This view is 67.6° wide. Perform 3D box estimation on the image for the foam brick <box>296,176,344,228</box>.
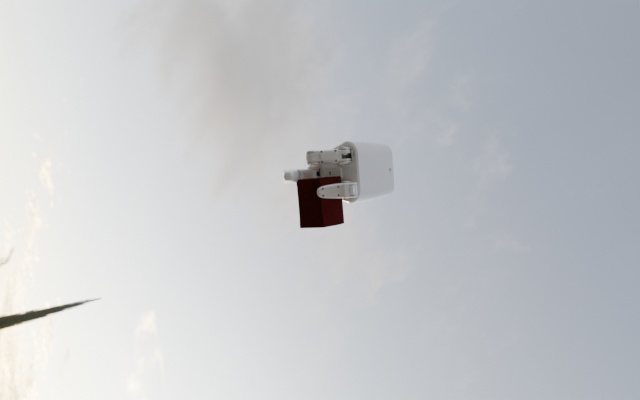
[{"bbox_3d":[0.000,0.003,0.753,0.053,0.078,0.051,-1,4,42],"label":"foam brick"}]
